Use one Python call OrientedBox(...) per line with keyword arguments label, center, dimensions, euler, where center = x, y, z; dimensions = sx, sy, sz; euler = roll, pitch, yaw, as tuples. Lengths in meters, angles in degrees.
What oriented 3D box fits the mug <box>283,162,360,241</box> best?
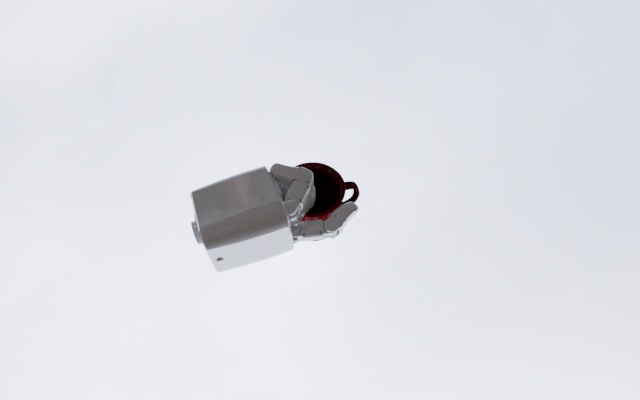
OrientedBox(label="mug", center=(0.001, 0.002, 0.690), dimensions=(0.117, 0.093, 0.082), euler=(-17, -33, -10))
